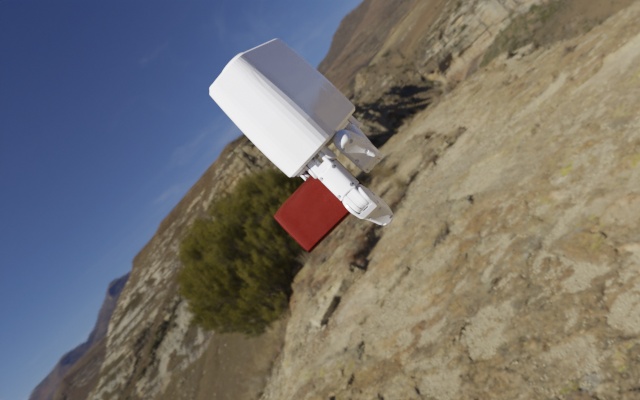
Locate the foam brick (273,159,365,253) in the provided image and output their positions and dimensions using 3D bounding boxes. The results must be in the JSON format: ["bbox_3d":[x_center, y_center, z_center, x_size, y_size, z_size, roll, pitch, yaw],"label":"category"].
[{"bbox_3d":[0.000,0.002,0.475,0.051,0.078,0.053,43,16,-6],"label":"foam brick"}]
